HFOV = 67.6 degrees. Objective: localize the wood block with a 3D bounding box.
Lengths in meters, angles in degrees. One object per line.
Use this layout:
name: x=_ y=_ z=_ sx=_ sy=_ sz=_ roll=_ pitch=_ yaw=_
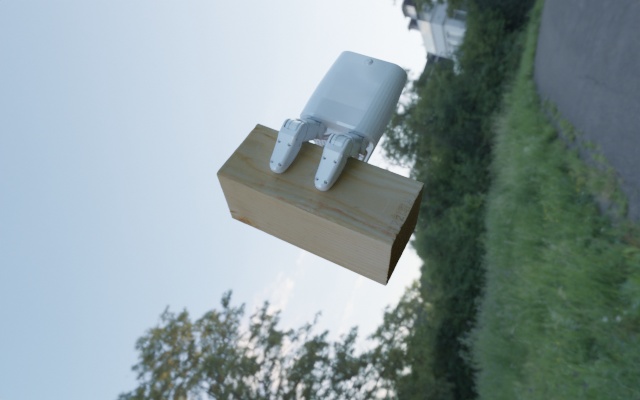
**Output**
wood block: x=0.000 y=0.002 z=0.542 sx=0.206 sy=0.090 sz=0.091 roll=22 pitch=-31 yaw=19
